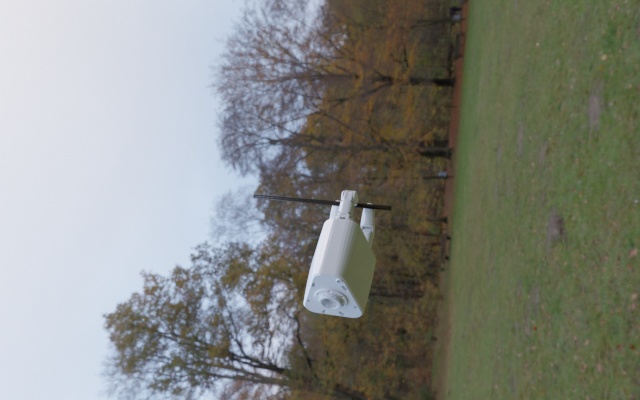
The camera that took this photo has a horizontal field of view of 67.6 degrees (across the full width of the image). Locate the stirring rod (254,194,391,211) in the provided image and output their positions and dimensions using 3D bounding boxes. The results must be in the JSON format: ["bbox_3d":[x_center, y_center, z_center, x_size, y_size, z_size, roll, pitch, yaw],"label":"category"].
[{"bbox_3d":[0.000,0.003,0.816,0.239,0.011,0.011,5,1,13],"label":"stirring rod"}]
